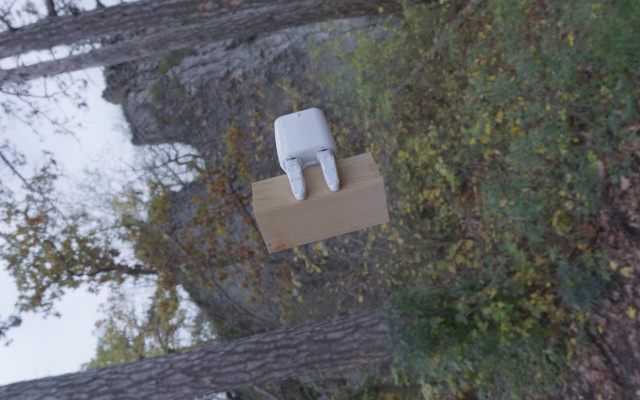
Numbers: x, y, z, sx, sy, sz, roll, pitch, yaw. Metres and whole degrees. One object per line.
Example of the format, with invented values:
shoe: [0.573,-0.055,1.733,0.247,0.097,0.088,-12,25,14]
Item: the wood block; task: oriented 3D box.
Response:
wood block: [0.000,0.003,0.792,0.206,0.091,0.090,-15,38,0]
